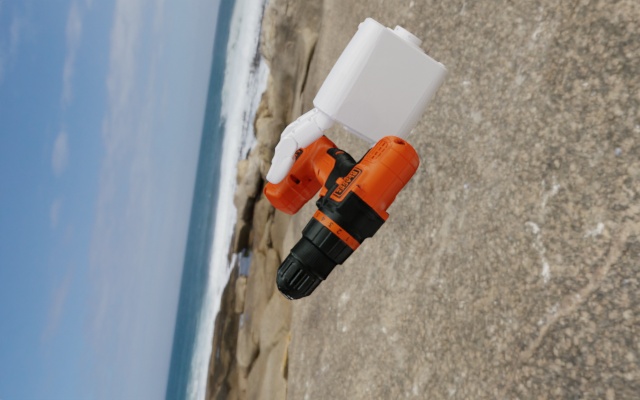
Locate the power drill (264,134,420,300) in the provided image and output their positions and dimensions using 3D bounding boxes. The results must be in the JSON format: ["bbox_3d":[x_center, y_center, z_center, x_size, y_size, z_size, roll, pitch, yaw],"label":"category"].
[{"bbox_3d":[0.000,0.001,0.512,0.057,0.184,0.187,43,-4,-27],"label":"power drill"}]
